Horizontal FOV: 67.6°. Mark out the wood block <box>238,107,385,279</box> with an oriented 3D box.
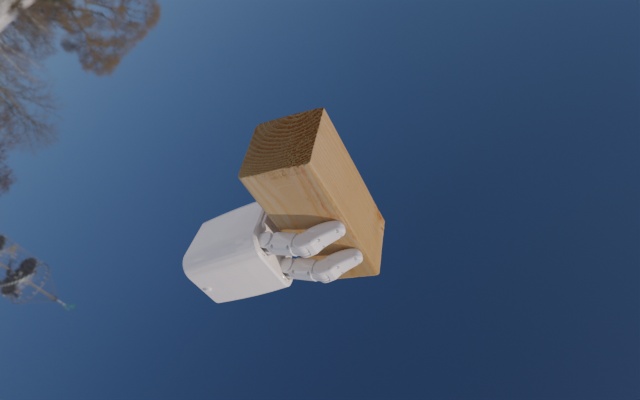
[{"bbox_3d":[0.000,0.002,0.580,0.090,0.090,0.206,-10,-44,24],"label":"wood block"}]
